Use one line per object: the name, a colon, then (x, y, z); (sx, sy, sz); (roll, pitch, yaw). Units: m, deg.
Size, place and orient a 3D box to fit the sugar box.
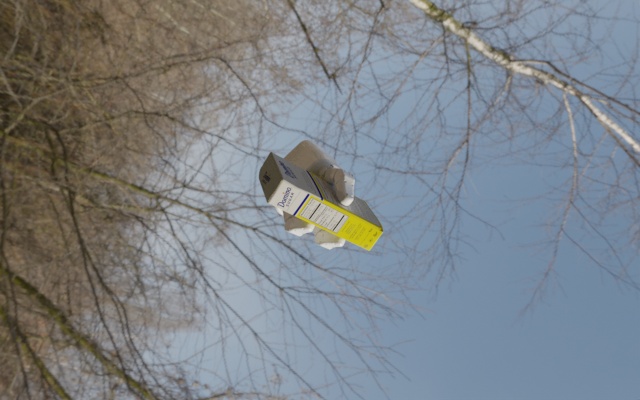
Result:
sugar box: (0.000, 0.003, 0.675); (0.176, 0.048, 0.093); (24, 19, -26)
